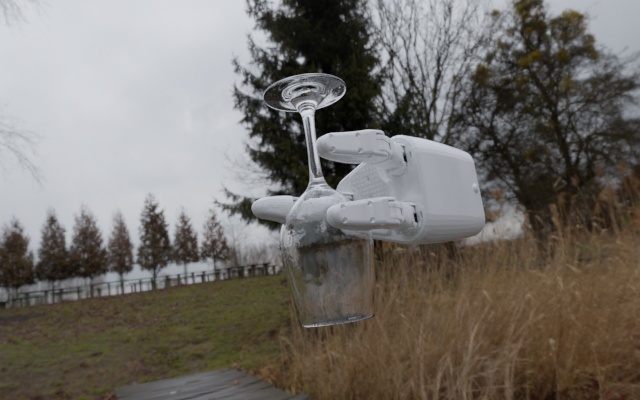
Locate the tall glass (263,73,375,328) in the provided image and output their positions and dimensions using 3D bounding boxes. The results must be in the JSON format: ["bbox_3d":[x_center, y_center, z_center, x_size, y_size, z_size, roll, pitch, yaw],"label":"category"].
[{"bbox_3d":[0.000,0.001,0.406,0.079,0.201,0.079,-8,-11,-1],"label":"tall glass"}]
